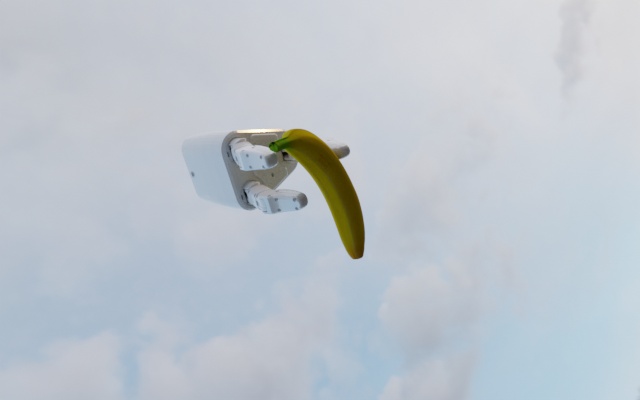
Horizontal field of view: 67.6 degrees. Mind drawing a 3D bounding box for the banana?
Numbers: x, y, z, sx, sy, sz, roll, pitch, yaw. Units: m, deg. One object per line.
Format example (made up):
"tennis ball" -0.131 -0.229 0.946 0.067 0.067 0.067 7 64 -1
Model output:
"banana" 0.007 -0.015 0.539 0.037 0.069 0.198 3 -38 42
